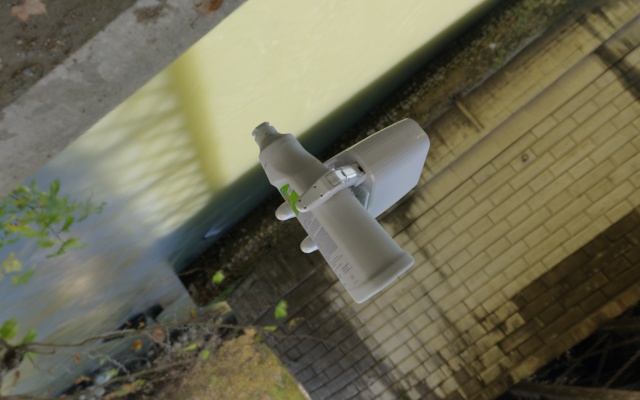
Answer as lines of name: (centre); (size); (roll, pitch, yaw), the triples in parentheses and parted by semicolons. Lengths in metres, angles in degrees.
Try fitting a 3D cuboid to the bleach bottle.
bleach bottle: (0.000, 0.002, 0.582); (0.068, 0.251, 0.103); (-33, -12, -24)
